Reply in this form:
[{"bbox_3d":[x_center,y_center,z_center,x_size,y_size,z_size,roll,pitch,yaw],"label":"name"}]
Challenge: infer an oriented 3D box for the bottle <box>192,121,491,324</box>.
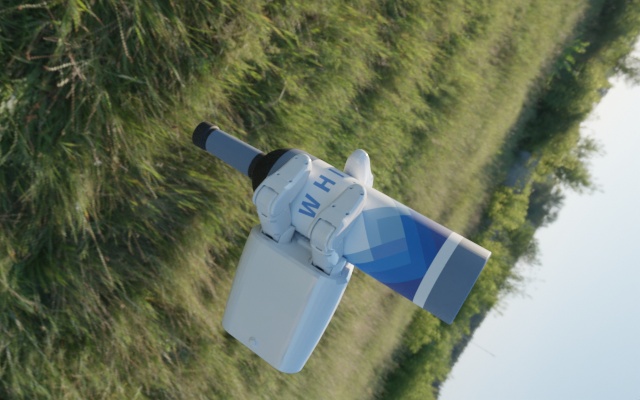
[{"bbox_3d":[0.000,0.001,0.430,0.295,0.069,0.069,30,11,20],"label":"bottle"}]
